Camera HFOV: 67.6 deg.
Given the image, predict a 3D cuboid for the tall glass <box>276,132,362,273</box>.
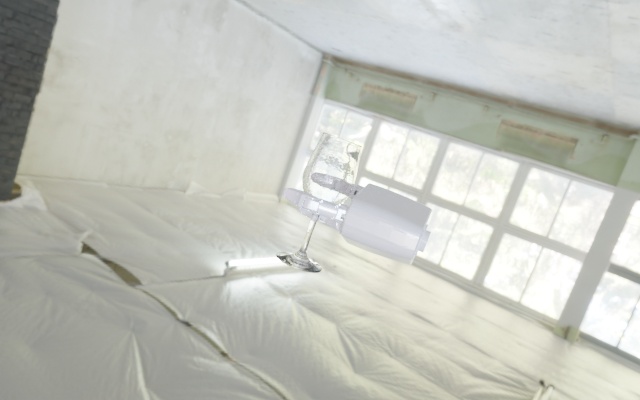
[{"bbox_3d":[0.000,0.003,0.719,0.079,0.201,0.079,19,8,-3],"label":"tall glass"}]
